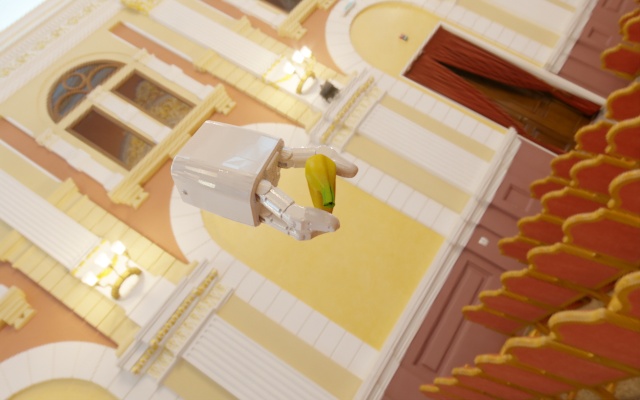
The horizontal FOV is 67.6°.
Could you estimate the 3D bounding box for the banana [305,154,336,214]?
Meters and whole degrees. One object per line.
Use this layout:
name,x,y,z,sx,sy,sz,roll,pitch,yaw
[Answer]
banana,0.001,-0.017,0.584,0.037,0.069,0.198,2,-6,2
